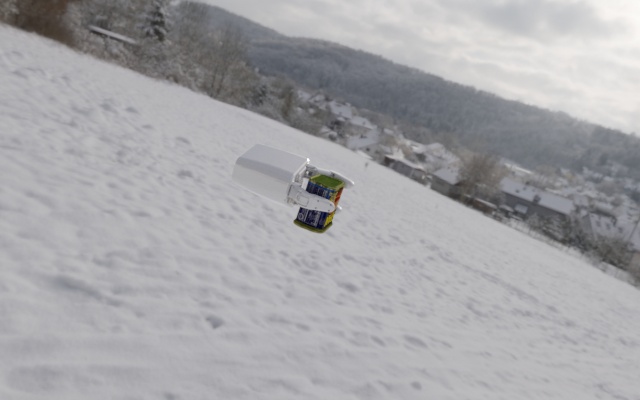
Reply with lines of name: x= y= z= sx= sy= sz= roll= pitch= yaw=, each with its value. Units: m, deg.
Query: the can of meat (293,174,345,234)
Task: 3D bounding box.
can of meat: x=0.000 y=0.002 z=0.840 sx=0.057 sy=0.084 sz=0.102 roll=21 pitch=13 yaw=11
